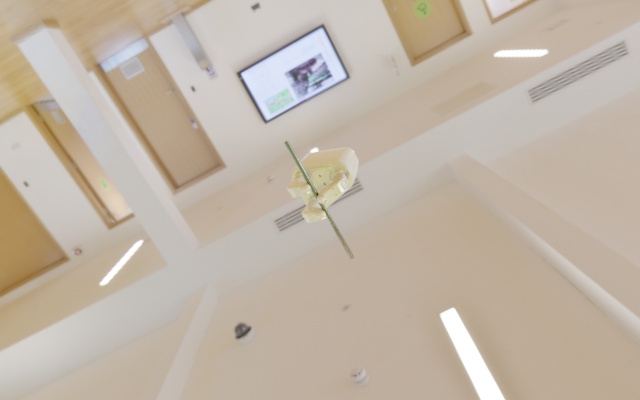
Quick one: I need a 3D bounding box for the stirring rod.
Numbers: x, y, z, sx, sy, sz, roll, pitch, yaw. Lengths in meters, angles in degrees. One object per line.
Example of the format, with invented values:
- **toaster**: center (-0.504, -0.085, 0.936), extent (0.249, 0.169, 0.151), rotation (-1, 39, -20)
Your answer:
- **stirring rod**: center (0.000, 0.003, 0.827), extent (0.011, 0.239, 0.011), rotation (-27, 16, 9)
